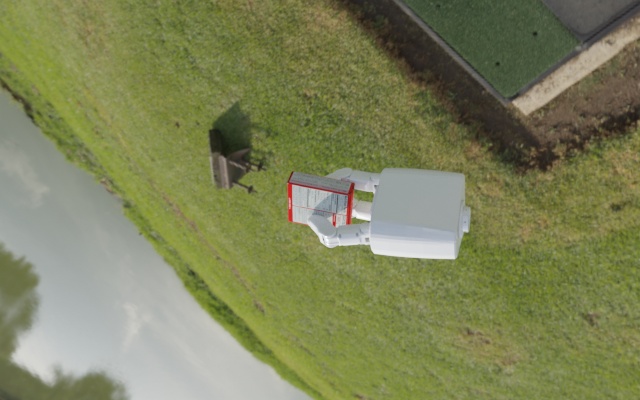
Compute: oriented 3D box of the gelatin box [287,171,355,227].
[{"bbox_3d":[0.000,0.002,0.655,0.089,0.073,0.030,10,44,9],"label":"gelatin box"}]
